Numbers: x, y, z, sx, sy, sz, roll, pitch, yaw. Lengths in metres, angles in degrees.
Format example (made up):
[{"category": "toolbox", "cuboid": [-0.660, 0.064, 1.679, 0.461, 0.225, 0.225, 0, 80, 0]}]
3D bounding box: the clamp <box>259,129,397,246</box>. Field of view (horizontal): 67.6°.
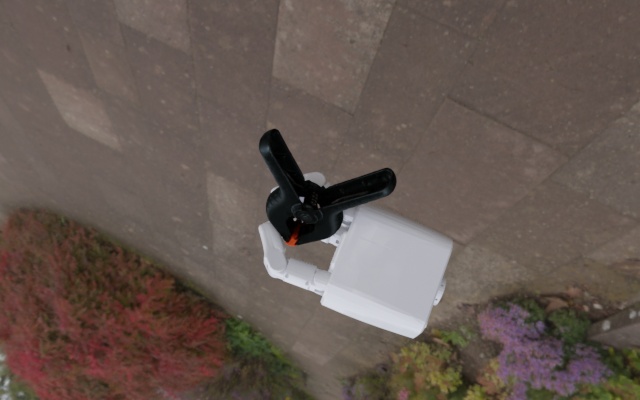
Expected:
[{"category": "clamp", "cuboid": [0.000, 0.002, 0.460, 0.120, 0.039, 0.172, 19, -28, 4]}]
